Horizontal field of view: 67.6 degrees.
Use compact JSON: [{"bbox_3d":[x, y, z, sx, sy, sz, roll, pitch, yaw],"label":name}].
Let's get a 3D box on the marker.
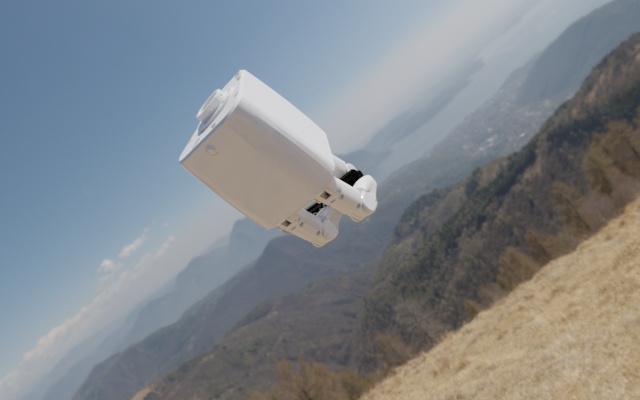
[{"bbox_3d":[0.000,0.002,0.528,0.121,0.020,0.020,-35,-21,32],"label":"marker"}]
